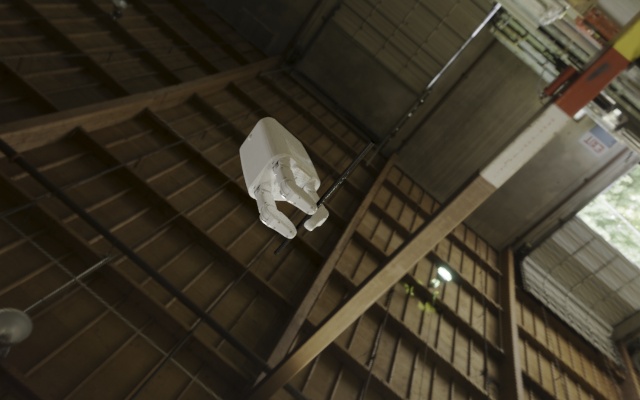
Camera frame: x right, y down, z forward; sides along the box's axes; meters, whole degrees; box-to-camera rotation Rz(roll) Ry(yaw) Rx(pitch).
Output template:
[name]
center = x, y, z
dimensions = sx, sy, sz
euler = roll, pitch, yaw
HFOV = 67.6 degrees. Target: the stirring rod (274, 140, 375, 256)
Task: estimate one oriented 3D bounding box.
[stirring rod]
center = 0.000, 0.002, 0.695
dimensions = 0.011, 0.011, 0.240
euler = 0, -42, -52
